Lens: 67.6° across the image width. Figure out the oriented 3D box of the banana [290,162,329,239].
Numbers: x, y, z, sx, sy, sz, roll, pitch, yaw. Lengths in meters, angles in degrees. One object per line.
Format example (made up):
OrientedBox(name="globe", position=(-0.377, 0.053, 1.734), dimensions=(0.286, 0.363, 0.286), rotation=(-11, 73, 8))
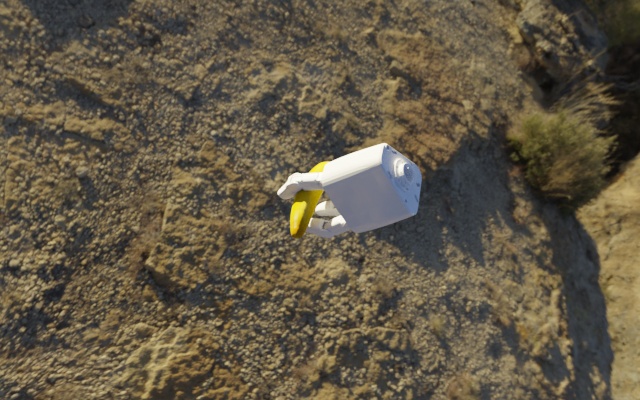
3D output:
OrientedBox(name="banana", position=(-0.005, -0.015, 0.781), dimensions=(0.037, 0.070, 0.197), rotation=(-9, 24, 30))
